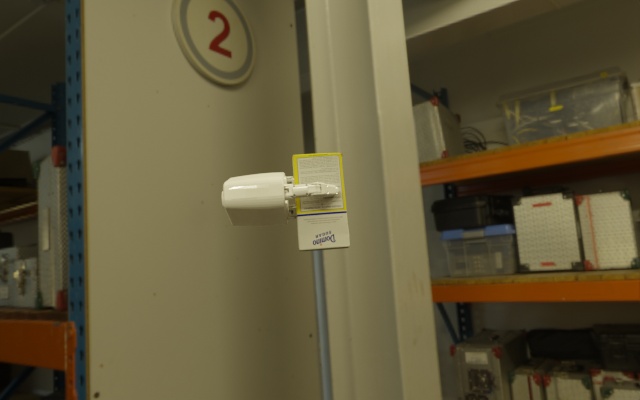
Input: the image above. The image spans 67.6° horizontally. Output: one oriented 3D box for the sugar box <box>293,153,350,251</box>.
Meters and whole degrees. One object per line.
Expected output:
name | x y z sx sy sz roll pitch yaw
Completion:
sugar box | 0.000 0.003 0.879 0.093 0.176 0.048 -3 -7 -3
